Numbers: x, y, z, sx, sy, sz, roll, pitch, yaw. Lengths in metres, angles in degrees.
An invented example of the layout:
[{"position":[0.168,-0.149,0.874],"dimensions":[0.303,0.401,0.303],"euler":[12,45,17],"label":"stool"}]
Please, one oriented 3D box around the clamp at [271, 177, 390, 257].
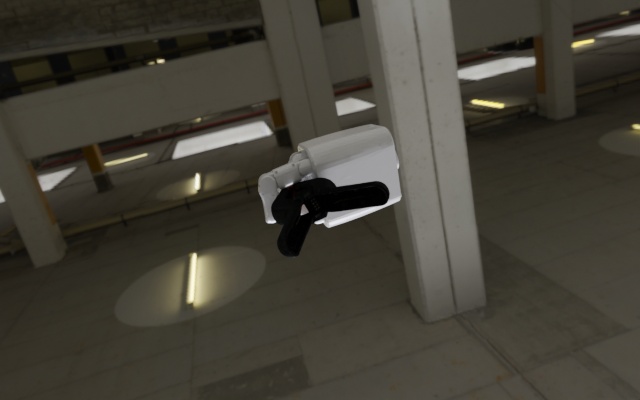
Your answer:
[{"position":[0.000,0.002,0.516],"dimensions":[0.120,0.039,0.171],"euler":[-21,19,-6],"label":"clamp"}]
